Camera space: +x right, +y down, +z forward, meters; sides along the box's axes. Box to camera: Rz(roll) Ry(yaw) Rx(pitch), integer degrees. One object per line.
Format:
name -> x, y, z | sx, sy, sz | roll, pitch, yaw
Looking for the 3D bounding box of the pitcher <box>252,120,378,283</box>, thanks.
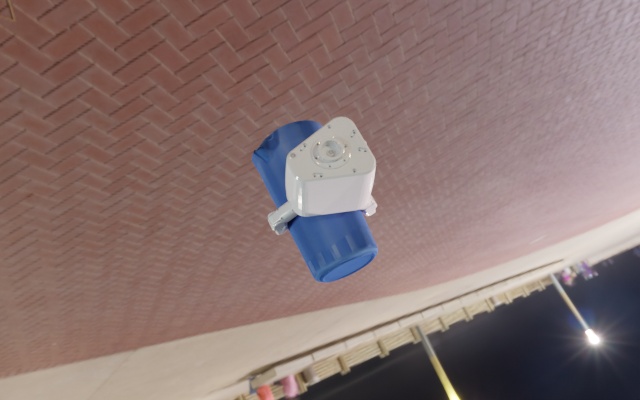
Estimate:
pitcher -> 0.000, 0.002, 0.774 | 0.149, 0.242, 0.145 | -22, -22, -11
